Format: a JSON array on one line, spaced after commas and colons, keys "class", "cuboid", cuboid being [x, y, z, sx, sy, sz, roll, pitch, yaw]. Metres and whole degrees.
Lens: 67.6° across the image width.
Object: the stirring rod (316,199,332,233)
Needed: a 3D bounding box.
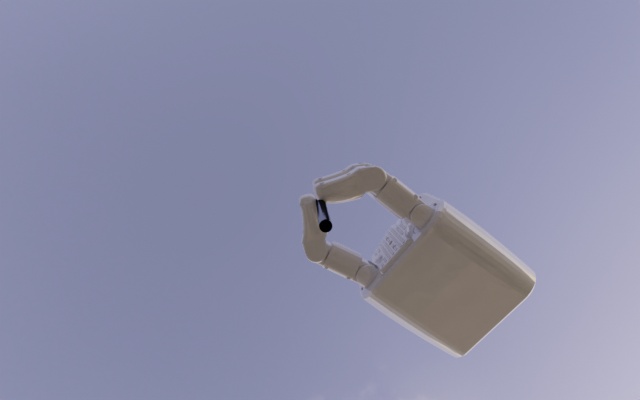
[{"class": "stirring rod", "cuboid": [0.000, 0.001, 0.403, 0.011, 0.011, 0.239, 0, 7, -1]}]
